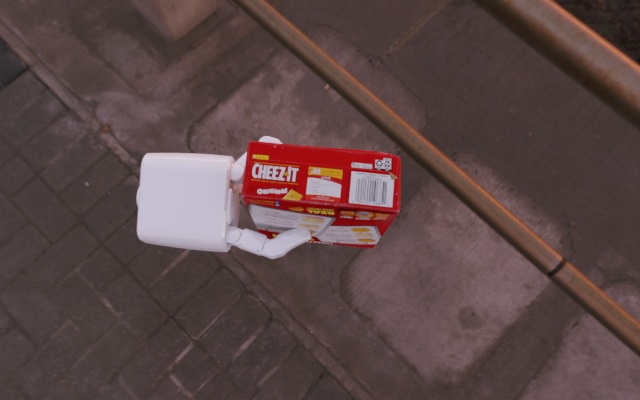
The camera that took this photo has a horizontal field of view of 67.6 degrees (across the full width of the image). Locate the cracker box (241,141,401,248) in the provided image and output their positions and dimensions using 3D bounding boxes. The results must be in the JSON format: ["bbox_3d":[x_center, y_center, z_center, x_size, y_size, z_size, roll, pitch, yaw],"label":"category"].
[{"bbox_3d":[0.000,0.002,0.589,0.164,0.072,0.214,5,-15,0],"label":"cracker box"}]
